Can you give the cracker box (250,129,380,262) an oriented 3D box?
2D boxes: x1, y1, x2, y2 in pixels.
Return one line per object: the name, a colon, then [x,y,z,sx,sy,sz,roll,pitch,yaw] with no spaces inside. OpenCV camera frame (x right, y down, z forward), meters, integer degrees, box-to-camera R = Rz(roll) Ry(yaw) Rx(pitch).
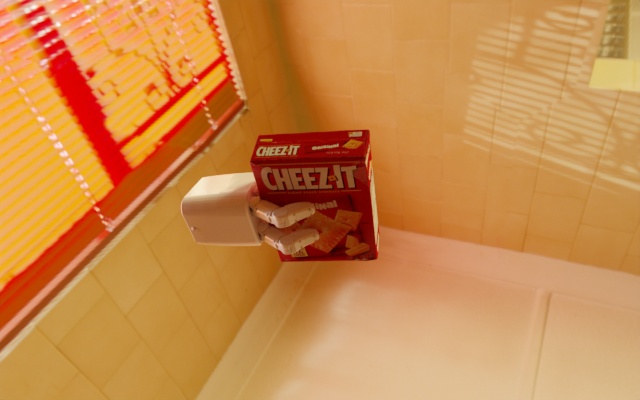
cracker box: [0.000,0.002,0.723,0.164,0.214,0.072,-2,43,11]
